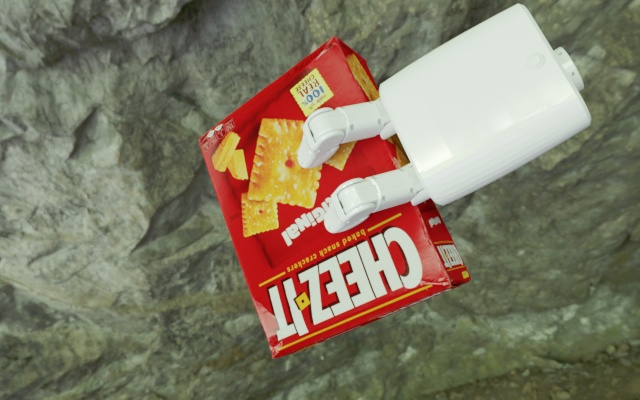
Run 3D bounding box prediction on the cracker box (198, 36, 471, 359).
[{"bbox_3d":[0.000,0.001,0.405,0.164,0.213,0.072,-29,-18,24],"label":"cracker box"}]
